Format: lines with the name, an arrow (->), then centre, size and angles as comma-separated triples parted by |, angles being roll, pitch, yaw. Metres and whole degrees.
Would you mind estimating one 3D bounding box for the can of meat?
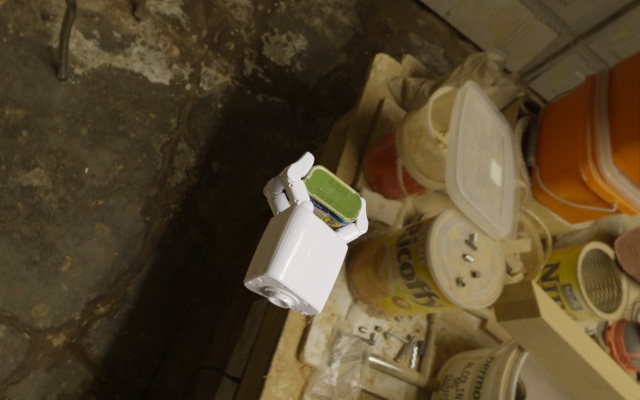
can of meat -> 0.000, 0.002, 0.709 | 0.102, 0.057, 0.084 | 36, -32, -15
